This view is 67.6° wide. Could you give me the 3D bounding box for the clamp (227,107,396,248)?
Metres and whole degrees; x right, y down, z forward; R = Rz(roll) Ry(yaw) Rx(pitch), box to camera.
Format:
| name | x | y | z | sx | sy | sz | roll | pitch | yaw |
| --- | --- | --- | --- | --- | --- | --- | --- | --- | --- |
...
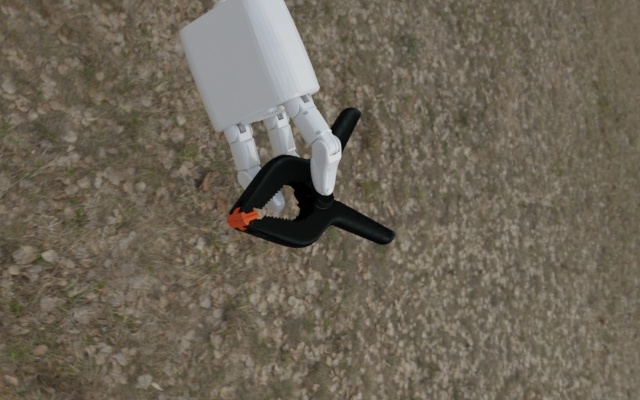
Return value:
| name | x | y | z | sx | sy | sz | roll | pitch | yaw |
| --- | --- | --- | --- | --- | --- | --- | --- | --- | --- |
| clamp | 0.000 | 0.001 | 0.502 | 0.210 | 0.164 | 0.036 | -29 | 9 | -41 |
